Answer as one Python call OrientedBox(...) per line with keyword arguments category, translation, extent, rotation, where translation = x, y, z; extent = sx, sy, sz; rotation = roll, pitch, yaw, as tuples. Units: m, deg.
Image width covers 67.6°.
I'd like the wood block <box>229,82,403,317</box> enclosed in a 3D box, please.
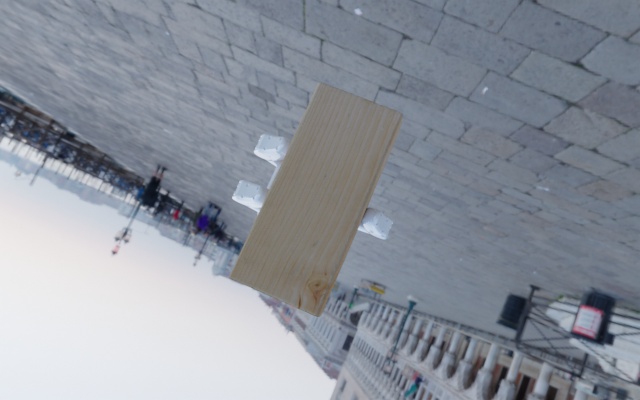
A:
OrientedBox(category="wood block", translation=(0.000, 0.002, 0.483), extent=(0.091, 0.206, 0.090), rotation=(22, -9, 7))
